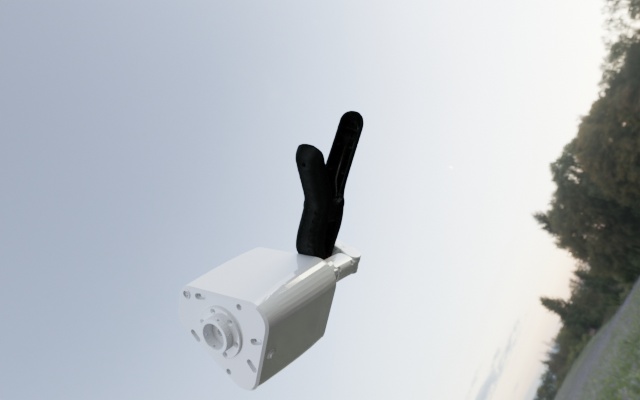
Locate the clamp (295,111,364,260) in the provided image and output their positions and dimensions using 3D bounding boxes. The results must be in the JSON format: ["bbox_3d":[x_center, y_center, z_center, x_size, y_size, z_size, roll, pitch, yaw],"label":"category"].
[{"bbox_3d":[0.000,0.001,0.472,0.039,0.171,0.120,19,23,25],"label":"clamp"}]
